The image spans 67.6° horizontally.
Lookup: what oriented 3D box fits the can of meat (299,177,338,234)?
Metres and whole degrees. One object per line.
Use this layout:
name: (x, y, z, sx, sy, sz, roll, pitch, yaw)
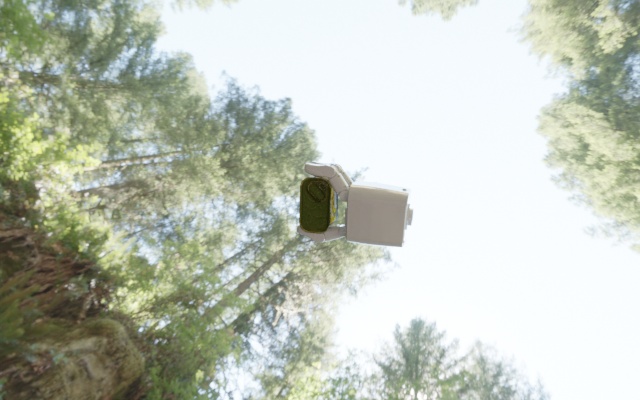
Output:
can of meat: (0.000, 0.003, 0.893, 0.057, 0.102, 0.084, 4, 10, 15)
